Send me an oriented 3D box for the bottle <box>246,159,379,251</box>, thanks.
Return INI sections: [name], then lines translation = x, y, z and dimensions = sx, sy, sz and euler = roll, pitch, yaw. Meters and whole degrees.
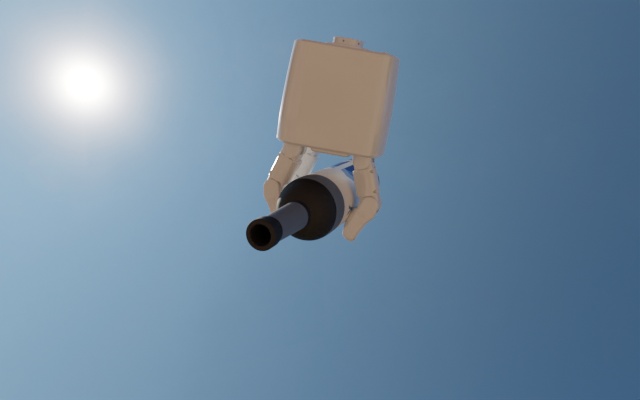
[bottle]
translation = 0.000, 0.002, 0.526
dimensions = 0.069, 0.069, 0.295
euler = 0, 10, 20
